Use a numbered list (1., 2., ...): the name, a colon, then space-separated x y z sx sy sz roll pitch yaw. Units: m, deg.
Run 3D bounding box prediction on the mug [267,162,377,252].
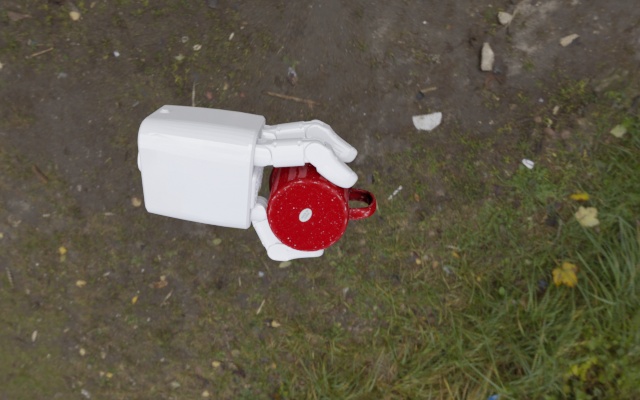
1. mug: 0.002 0.002 0.497 0.117 0.093 0.081 7 25 -2
